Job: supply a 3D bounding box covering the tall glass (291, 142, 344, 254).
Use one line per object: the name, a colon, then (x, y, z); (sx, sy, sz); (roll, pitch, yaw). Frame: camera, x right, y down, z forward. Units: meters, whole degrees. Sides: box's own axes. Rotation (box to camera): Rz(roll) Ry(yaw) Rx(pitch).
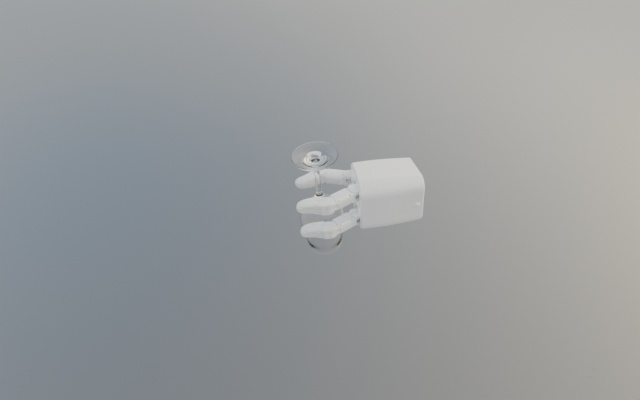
tall glass: (0.000, 0.002, 0.812); (0.079, 0.201, 0.079); (-3, 43, 3)
